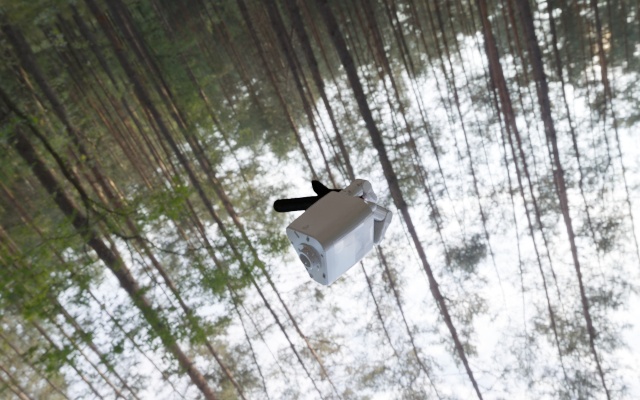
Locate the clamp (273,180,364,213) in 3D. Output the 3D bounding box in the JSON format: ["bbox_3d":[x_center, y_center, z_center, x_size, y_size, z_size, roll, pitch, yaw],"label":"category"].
[{"bbox_3d":[0.000,0.003,0.849,0.120,0.039,0.171,-32,28,-31],"label":"clamp"}]
